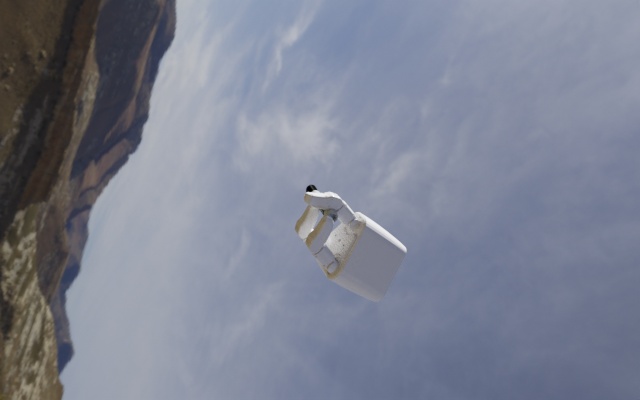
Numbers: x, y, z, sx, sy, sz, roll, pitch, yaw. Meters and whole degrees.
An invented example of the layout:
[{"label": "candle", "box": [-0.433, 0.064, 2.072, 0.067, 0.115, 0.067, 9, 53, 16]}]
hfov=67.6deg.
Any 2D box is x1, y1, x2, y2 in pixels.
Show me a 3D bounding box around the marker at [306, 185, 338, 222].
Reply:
[{"label": "marker", "box": [0.000, 0.002, 0.774, 0.020, 0.020, 0.121, 0, 23, -19]}]
